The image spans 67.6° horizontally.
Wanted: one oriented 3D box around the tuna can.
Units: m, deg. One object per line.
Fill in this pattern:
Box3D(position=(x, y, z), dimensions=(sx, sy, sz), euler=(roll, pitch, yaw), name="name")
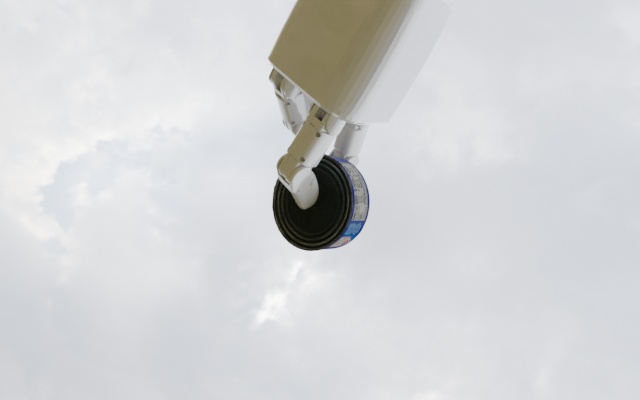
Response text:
Box3D(position=(0.000, 0.001, 0.425), dimensions=(0.086, 0.086, 0.034), euler=(0, -2, 35), name="tuna can")
